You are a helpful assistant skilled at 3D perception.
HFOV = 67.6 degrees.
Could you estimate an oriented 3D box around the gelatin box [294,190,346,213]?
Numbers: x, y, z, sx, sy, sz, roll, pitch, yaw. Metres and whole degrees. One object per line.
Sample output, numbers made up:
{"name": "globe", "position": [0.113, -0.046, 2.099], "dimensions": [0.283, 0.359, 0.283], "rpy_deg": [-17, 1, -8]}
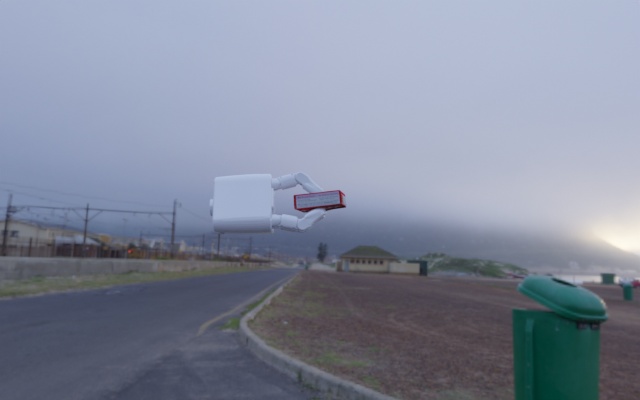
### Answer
{"name": "gelatin box", "position": [0.000, 0.002, 0.896], "dimensions": [0.089, 0.030, 0.073], "rpy_deg": [-7, -7, 9]}
